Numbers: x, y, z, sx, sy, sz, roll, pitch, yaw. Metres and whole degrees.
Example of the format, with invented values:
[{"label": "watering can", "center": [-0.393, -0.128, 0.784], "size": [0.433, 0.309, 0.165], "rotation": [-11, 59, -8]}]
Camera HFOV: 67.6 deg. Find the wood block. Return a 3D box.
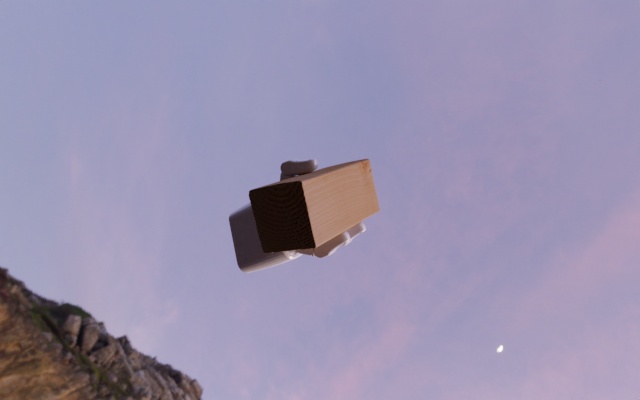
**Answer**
[{"label": "wood block", "center": [0.000, 0.002, 0.705], "size": [0.090, 0.091, 0.206], "rotation": [-9, 7, 32]}]
